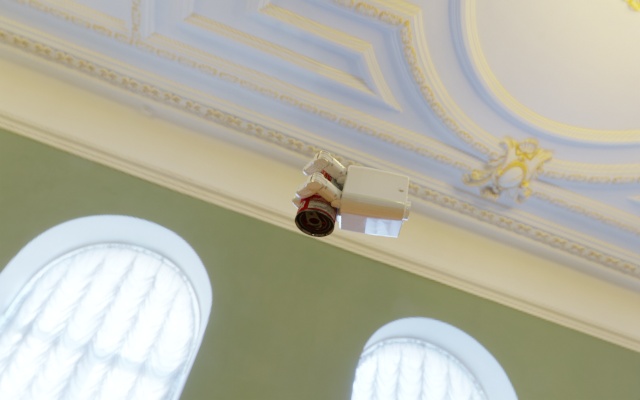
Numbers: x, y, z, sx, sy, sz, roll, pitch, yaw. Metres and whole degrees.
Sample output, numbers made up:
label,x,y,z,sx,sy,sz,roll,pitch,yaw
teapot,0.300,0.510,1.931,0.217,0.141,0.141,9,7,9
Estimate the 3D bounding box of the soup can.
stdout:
label,x,y,z,sx,sy,sz,roll,pitch,yaw
soup can,0.000,0.002,0.824,0.068,0.102,0.069,9,-42,8
